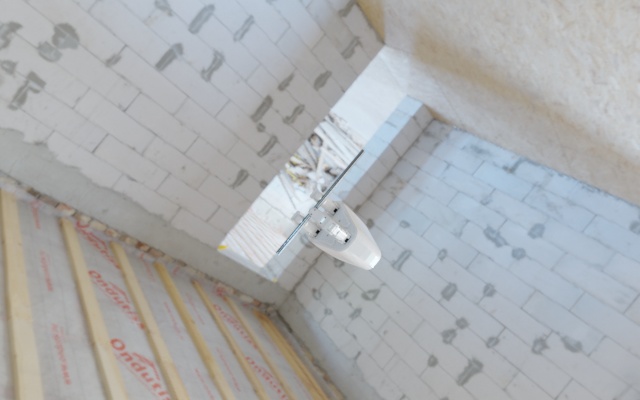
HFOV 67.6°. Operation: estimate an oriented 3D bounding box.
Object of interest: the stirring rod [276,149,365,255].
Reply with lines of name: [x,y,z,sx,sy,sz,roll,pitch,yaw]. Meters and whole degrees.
stirring rod: [0.000,0.003,0.853,0.011,0.239,0.011,40,0,0]
